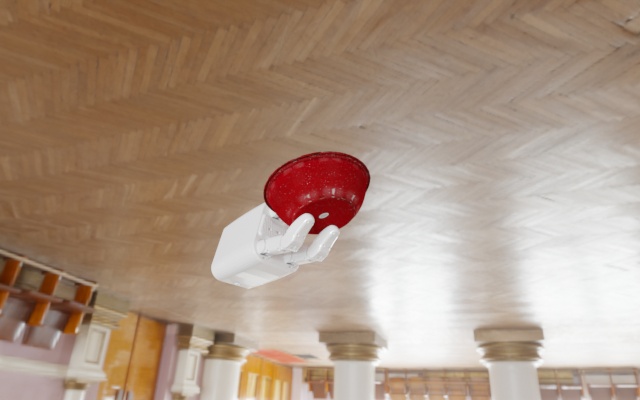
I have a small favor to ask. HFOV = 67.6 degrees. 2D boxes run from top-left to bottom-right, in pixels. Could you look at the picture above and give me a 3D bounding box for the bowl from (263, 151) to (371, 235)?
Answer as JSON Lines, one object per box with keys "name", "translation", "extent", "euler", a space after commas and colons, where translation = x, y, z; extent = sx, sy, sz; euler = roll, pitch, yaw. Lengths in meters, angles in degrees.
{"name": "bowl", "translation": [0.001, 0.002, 0.694], "extent": [0.162, 0.055, 0.162], "euler": [-9, -36, -6]}
